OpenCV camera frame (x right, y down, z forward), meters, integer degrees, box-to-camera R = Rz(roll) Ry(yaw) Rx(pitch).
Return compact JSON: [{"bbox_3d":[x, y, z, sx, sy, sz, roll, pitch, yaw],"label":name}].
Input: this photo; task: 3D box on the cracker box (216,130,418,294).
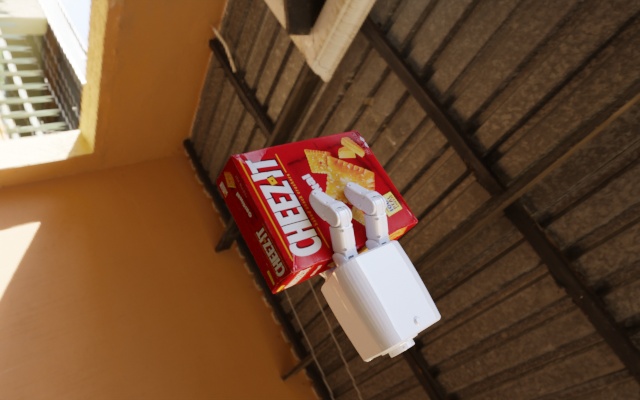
[{"bbox_3d":[0.000,0.002,0.621,0.213,0.164,0.072,-17,-22,-37],"label":"cracker box"}]
